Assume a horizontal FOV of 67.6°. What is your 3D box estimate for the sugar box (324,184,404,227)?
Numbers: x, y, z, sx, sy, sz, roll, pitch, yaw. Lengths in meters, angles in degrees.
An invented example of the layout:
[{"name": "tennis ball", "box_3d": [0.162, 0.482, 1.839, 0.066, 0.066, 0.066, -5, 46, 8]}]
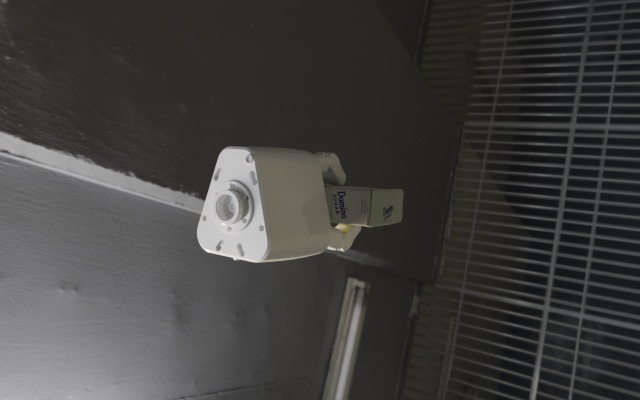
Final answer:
[{"name": "sugar box", "box_3d": [0.000, 0.002, 0.572, 0.176, 0.048, 0.093, 7, 5, 31]}]
